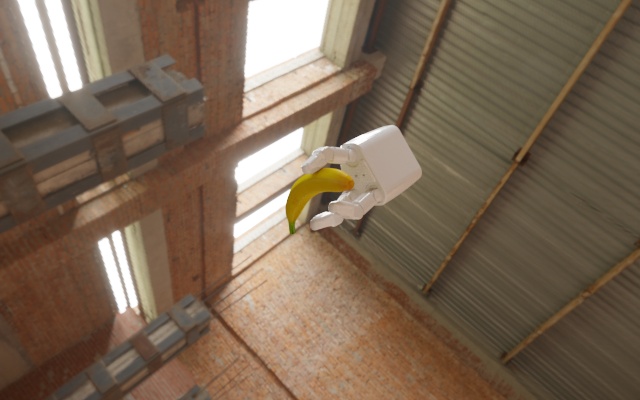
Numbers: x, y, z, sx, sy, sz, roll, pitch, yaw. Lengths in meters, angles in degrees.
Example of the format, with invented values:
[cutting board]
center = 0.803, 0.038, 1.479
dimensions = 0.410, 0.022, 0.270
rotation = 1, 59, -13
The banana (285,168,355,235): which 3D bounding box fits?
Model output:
[banana]
center = -0.011, -0.012, 0.763
dimensions = 0.037, 0.069, 0.198
rotation = -25, -10, -37
